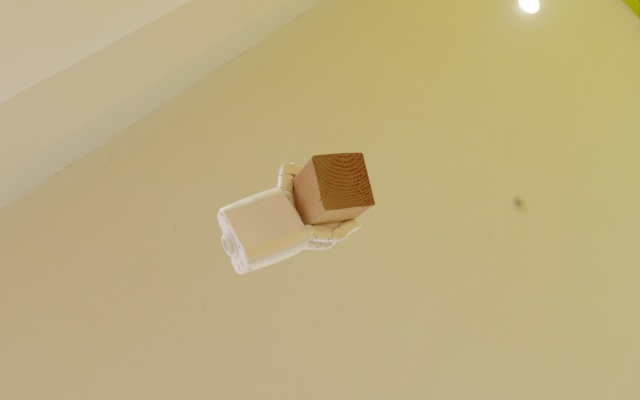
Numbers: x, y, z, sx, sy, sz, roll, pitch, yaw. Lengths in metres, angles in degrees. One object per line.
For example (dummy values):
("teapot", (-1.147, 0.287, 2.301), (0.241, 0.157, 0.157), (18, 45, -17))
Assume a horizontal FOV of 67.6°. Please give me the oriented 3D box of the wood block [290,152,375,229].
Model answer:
("wood block", (0.000, 0.002, 0.809), (0.090, 0.090, 0.206), (-6, -16, -24))
